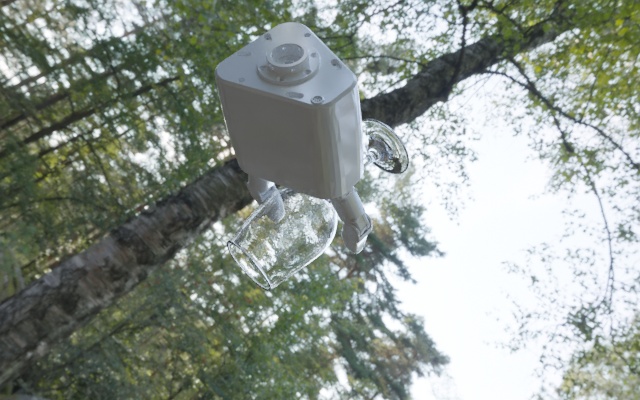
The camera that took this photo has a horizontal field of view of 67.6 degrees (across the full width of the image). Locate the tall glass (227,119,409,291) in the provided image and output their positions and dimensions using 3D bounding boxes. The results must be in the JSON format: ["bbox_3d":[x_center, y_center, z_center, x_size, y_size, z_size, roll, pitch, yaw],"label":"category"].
[{"bbox_3d":[0.001,0.001,0.489,0.201,0.079,0.079,-42,19,-23],"label":"tall glass"}]
